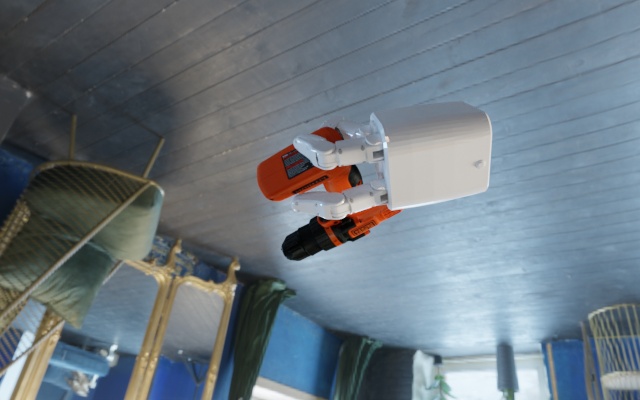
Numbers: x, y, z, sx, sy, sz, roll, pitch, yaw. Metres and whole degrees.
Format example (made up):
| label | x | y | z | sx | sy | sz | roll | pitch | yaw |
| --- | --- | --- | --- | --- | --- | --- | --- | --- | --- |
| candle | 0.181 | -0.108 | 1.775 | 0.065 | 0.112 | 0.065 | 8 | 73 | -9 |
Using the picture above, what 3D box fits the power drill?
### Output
| label | x | y | z | sx | sy | sz | roll | pitch | yaw |
| --- | --- | --- | --- | --- | --- | --- | --- | --- | --- |
| power drill | 0.000 | 0.002 | 0.591 | 0.184 | 0.057 | 0.188 | -30 | -33 | 11 |
